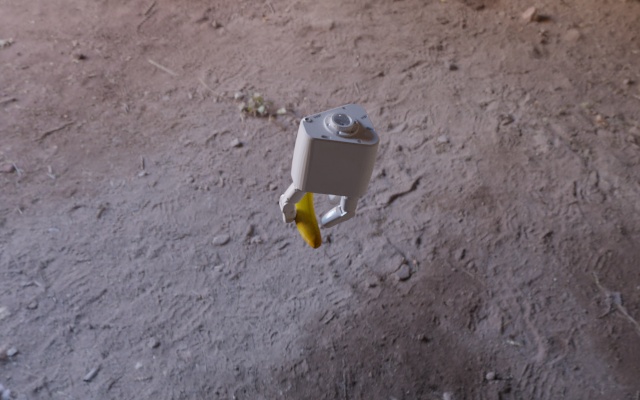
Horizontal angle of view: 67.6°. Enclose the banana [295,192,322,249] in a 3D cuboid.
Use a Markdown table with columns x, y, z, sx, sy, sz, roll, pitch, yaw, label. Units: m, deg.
| x | y | z | sx | sy | sz | roll | pitch | yaw | label |
| --- | --- | --- | --- | --- | --- | --- | --- | --- | --- |
| -0.017 | -0.004 | 0.825 | 0.069 | 0.197 | 0.037 | 15 | -43 | -2 | banana |
